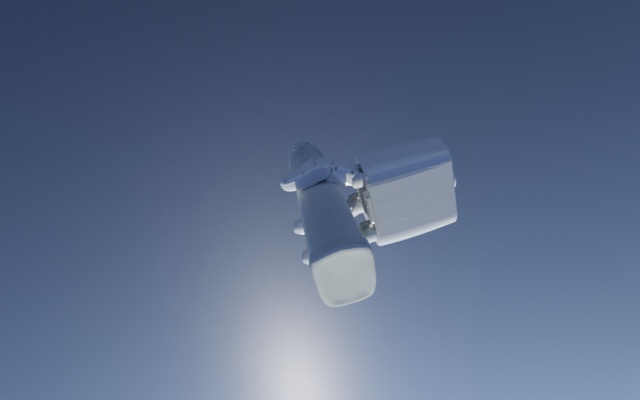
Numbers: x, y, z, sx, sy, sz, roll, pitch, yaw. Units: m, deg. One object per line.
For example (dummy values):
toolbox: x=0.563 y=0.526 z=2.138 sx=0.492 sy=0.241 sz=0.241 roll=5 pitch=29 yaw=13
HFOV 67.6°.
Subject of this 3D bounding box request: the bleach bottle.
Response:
bleach bottle: x=0.000 y=0.002 z=0.591 sx=0.068 sy=0.103 sz=0.250 roll=-16 pitch=44 yaw=-2
